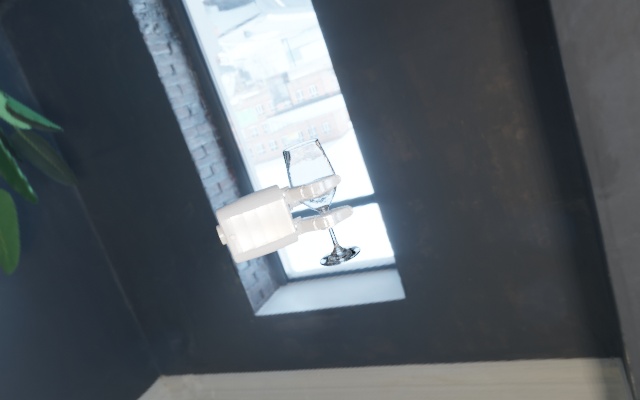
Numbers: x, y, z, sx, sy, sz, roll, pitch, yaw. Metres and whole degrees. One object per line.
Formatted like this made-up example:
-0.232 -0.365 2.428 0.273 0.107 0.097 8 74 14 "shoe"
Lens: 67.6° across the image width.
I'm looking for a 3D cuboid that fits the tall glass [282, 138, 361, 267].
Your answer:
0.000 0.003 0.783 0.079 0.201 0.079 -19 12 4 "tall glass"
